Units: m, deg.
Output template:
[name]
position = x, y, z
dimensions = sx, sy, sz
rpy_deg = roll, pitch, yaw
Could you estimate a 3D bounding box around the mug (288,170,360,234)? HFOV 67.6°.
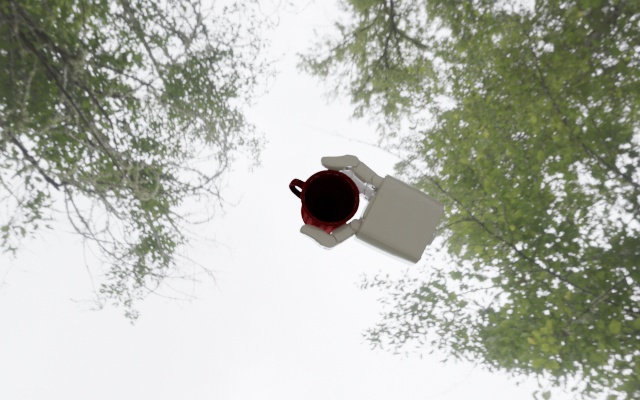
[mug]
position = -0.001, 0.002, 0.769
dimensions = 0.117, 0.093, 0.081
rpy_deg = 28, -20, 3
